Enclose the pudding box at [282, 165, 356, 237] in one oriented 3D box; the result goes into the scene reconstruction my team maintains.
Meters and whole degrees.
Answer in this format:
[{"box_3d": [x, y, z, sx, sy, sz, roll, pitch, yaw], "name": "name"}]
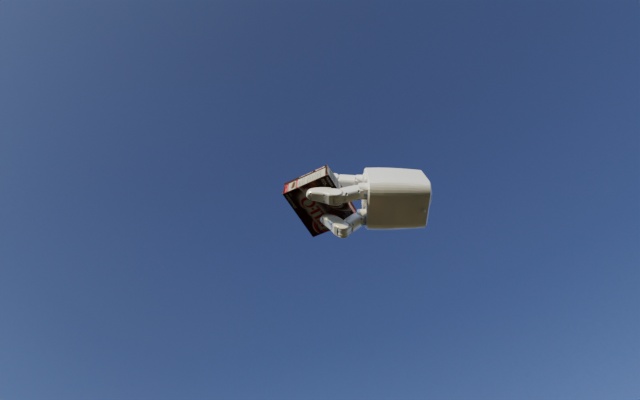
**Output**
[{"box_3d": [0.000, 0.003, 0.836, 0.090, 0.113, 0.039, -23, 31, 17], "name": "pudding box"}]
